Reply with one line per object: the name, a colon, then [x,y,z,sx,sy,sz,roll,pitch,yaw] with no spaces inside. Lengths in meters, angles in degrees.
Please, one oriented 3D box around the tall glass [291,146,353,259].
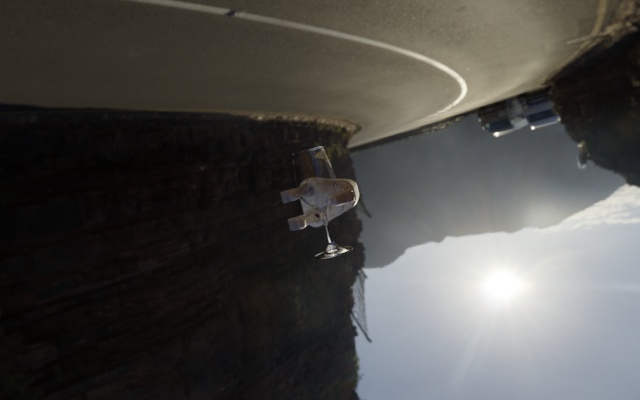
tall glass: [0.000,0.004,0.895,0.079,0.201,0.079,-15,4,1]
